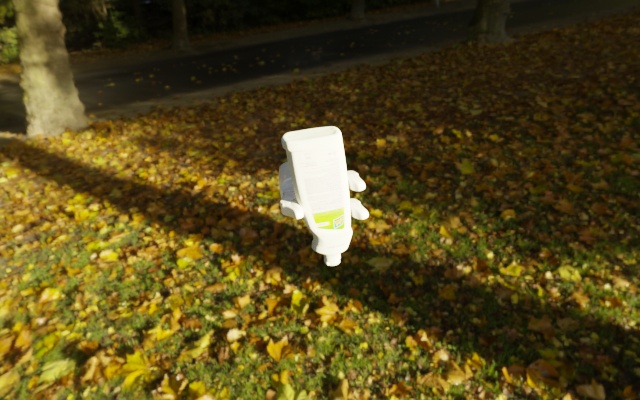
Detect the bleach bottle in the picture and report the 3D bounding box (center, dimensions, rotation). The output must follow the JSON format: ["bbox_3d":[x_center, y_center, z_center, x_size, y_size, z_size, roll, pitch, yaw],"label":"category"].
[{"bbox_3d":[0.000,0.003,0.836,0.102,0.251,0.068,-9,25,-4],"label":"bleach bottle"}]
